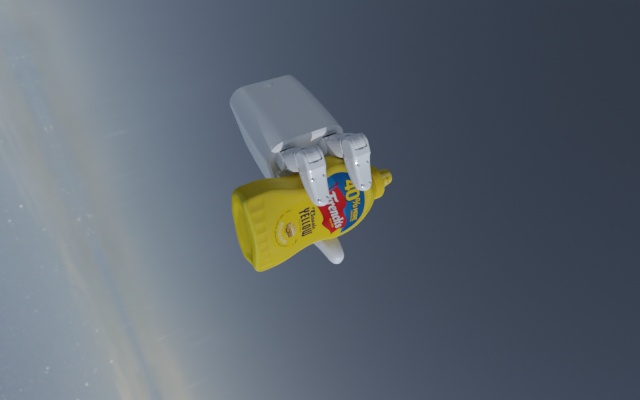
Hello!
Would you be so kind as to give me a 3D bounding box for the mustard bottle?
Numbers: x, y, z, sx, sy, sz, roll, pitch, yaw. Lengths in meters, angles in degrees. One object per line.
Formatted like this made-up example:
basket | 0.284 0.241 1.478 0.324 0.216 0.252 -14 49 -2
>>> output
mustard bottle | 0.000 0.002 0.534 0.191 0.096 0.058 -22 34 -25
